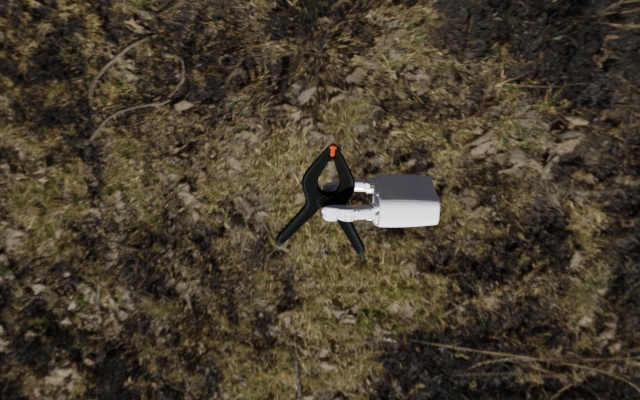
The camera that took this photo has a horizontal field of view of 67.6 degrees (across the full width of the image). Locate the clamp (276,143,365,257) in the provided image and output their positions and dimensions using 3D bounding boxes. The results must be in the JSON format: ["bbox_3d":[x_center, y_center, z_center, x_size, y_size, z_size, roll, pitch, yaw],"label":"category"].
[{"bbox_3d":[0.000,0.003,0.860,0.164,0.210,0.036,0,18,0],"label":"clamp"}]
